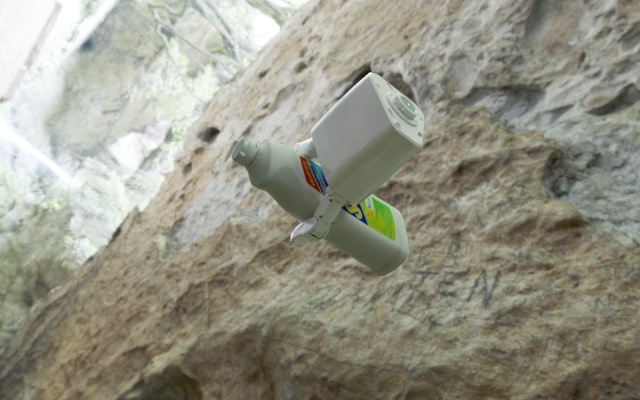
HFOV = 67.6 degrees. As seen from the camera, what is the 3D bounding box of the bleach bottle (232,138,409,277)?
[{"bbox_3d":[0.000,0.002,0.609,0.251,0.102,0.068,30,-54,-26],"label":"bleach bottle"}]
